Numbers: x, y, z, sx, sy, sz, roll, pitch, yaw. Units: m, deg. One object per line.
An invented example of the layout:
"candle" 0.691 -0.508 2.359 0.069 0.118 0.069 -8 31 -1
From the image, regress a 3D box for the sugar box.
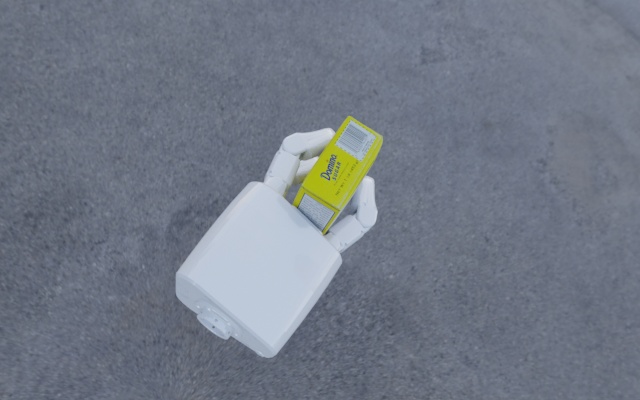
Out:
"sugar box" 0.000 0.001 0.488 0.048 0.093 0.176 34 -30 -1
